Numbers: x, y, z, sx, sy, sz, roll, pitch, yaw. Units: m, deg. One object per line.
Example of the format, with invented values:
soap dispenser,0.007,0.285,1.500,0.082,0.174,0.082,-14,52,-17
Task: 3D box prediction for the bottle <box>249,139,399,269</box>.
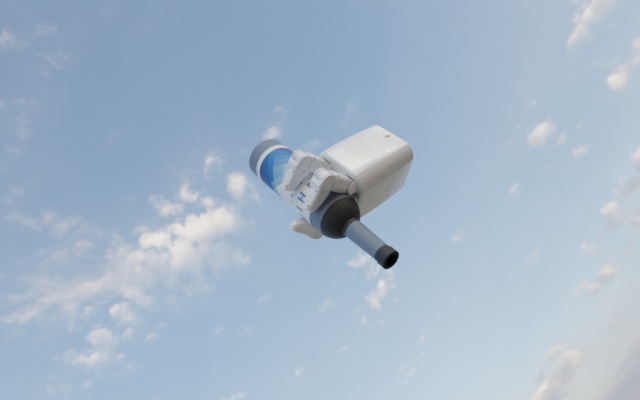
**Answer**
bottle,0.000,0.002,0.682,0.069,0.069,0.295,0,29,-43
